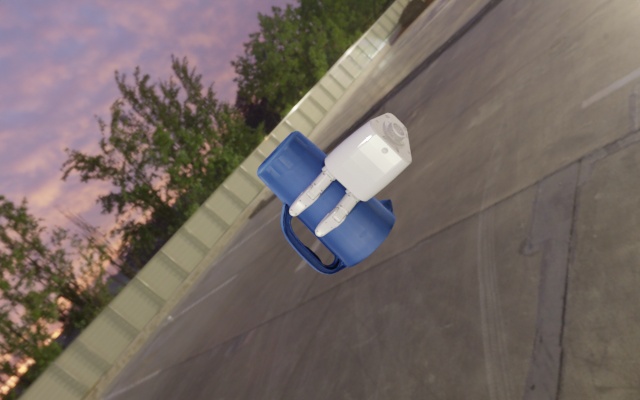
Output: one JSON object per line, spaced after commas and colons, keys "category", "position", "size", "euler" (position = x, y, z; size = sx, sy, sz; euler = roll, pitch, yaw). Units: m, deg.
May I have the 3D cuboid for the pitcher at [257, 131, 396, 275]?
{"category": "pitcher", "position": [0.000, 0.003, 0.848], "size": [0.145, 0.243, 0.149], "euler": [-40, 11, 33]}
